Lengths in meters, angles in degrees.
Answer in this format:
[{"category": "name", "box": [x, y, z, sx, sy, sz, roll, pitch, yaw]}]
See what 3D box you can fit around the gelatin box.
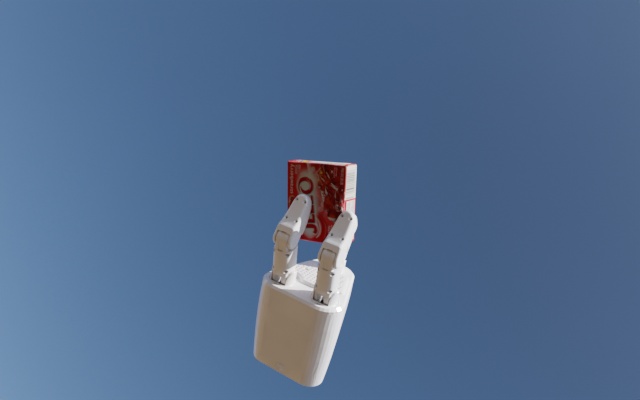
[{"category": "gelatin box", "box": [0.000, 0.001, 0.527, 0.073, 0.089, 0.030, 7, 11, 28]}]
